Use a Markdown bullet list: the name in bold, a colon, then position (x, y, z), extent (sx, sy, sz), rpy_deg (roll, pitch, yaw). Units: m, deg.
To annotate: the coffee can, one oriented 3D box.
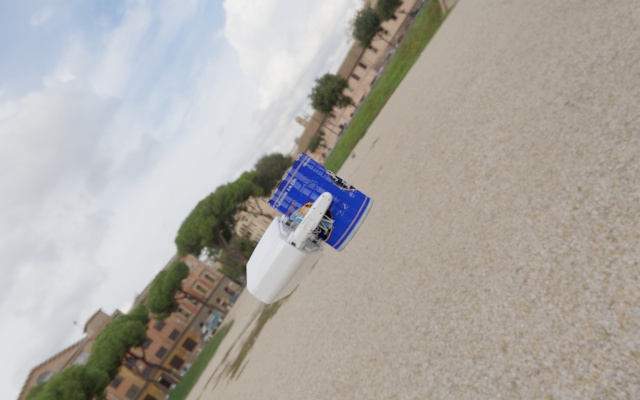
- **coffee can**: position (0.000, 0.002, 0.773), extent (0.140, 0.103, 0.103), rpy_deg (34, -1, -2)
